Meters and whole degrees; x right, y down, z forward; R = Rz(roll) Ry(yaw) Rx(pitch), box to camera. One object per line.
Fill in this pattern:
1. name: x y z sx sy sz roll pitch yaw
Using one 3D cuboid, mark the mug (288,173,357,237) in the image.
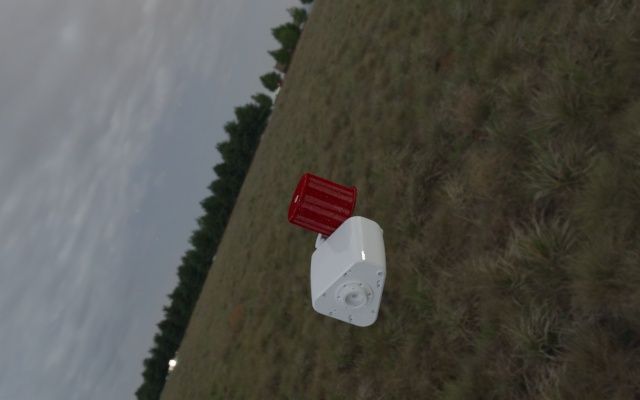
1. mug: 0.000 0.002 0.743 0.081 0.093 0.117 20 25 -11
